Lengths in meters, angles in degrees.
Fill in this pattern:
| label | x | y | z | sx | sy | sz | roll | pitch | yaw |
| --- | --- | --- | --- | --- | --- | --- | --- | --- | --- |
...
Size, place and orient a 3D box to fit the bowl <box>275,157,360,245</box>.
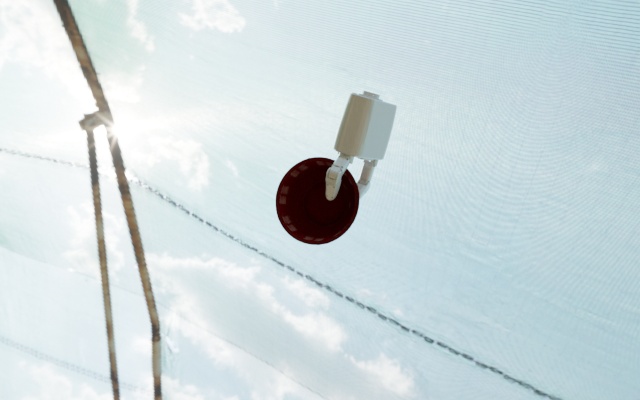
| label | x | y | z | sx | sy | sz | roll | pitch | yaw |
| --- | --- | --- | --- | --- | --- | --- | --- | --- | --- |
| bowl | 0.000 | 0.004 | 0.889 | 0.162 | 0.162 | 0.055 | 0 | -6 | 18 |
